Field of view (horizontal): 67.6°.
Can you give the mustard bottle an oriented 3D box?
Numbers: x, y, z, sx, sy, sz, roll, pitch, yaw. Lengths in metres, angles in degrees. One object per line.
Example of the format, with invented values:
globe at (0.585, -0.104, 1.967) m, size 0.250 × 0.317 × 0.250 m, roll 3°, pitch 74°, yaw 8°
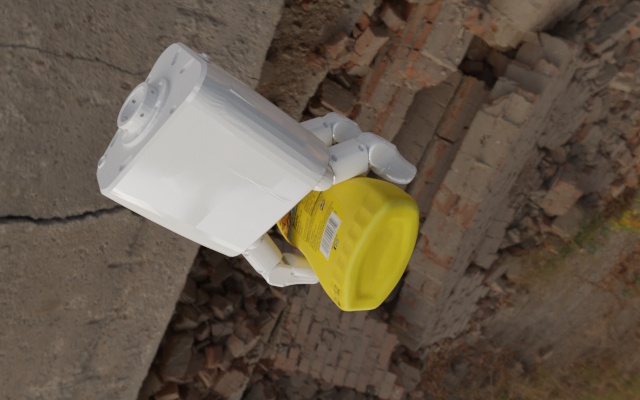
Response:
mustard bottle at (0.000, 0.002, 0.411) m, size 0.058 × 0.096 × 0.191 m, roll 4°, pitch 24°, yaw -32°
